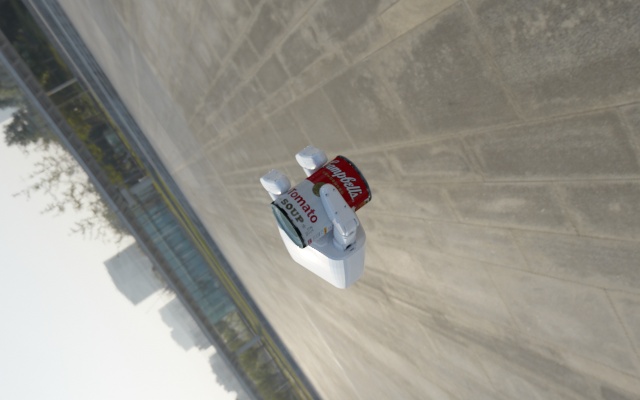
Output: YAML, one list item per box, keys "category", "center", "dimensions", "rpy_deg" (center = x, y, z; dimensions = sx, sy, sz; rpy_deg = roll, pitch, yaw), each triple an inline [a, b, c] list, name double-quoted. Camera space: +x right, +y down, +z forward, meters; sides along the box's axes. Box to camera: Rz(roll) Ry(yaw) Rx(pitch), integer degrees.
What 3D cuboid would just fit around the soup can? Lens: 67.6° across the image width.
- category: "soup can"
  center: [0.000, 0.002, 0.564]
  dimensions: [0.102, 0.068, 0.068]
  rpy_deg: [-35, 10, -15]
